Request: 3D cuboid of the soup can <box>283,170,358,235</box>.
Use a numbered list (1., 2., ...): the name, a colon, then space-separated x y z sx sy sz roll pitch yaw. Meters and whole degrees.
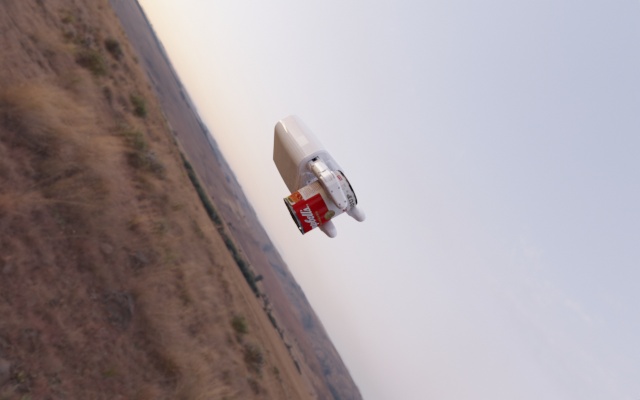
1. soup can: 0.001 0.003 0.771 0.102 0.068 0.068 -28 4 -9
